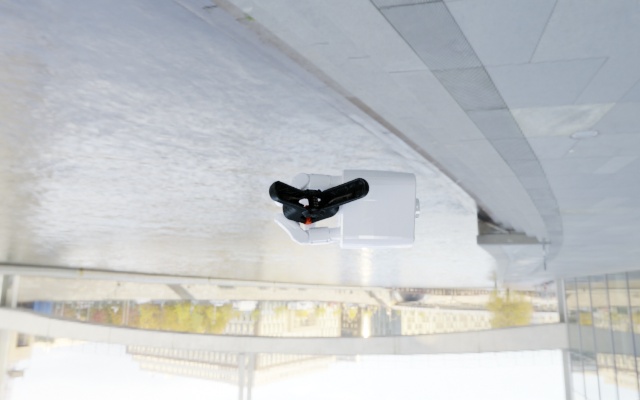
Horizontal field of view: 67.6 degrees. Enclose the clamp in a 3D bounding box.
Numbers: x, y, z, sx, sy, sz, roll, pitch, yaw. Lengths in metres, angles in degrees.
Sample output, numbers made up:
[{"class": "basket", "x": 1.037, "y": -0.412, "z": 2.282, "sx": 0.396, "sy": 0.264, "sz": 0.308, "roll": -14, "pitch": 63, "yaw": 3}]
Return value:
[{"class": "clamp", "x": 0.000, "y": 0.003, "z": 0.635, "sx": 0.120, "sy": 0.039, "sz": 0.171, "roll": 1, "pitch": -11, "yaw": 1}]
